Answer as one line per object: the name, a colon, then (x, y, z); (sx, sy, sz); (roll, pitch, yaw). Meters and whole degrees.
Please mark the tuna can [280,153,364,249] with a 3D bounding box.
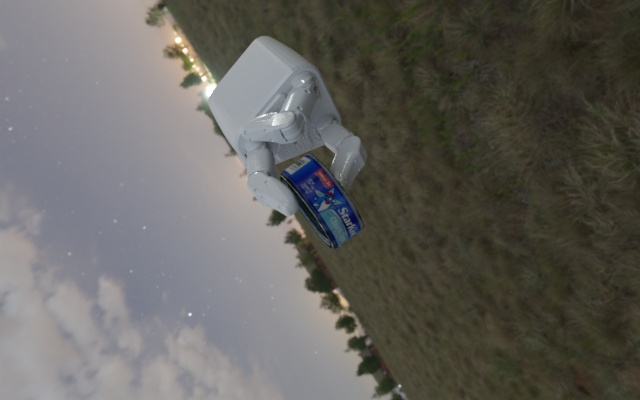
tuna can: (0.000, 0.002, 0.432); (0.034, 0.086, 0.086); (-36, 5, -8)
